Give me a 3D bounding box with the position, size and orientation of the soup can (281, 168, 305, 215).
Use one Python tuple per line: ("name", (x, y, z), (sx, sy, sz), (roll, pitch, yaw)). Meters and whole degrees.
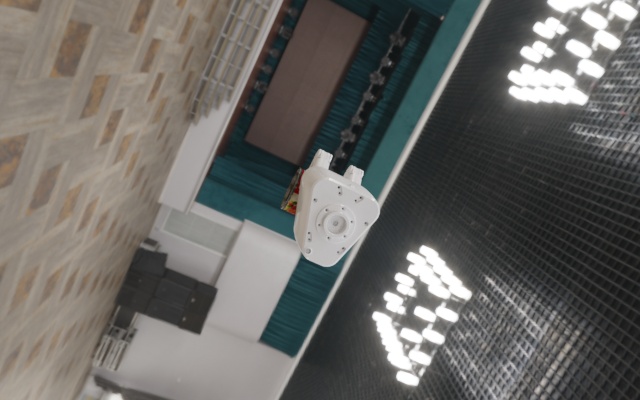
("soup can", (0.000, 0.003, 0.720), (0.102, 0.068, 0.068), (25, -5, -10))
